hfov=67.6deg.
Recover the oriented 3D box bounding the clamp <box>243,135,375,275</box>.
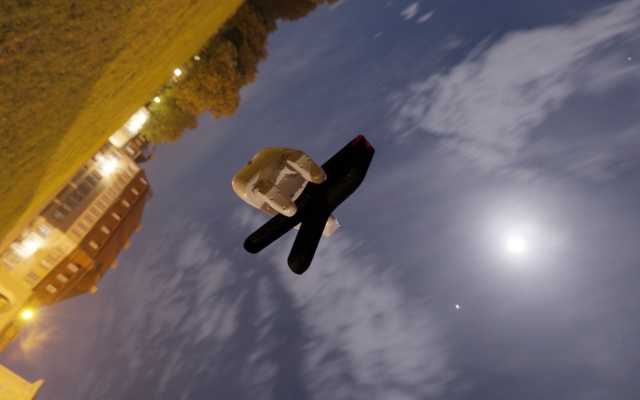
[{"bbox_3d":[0.001,0.002,0.588,0.036,0.210,0.164,47,-11,-23],"label":"clamp"}]
